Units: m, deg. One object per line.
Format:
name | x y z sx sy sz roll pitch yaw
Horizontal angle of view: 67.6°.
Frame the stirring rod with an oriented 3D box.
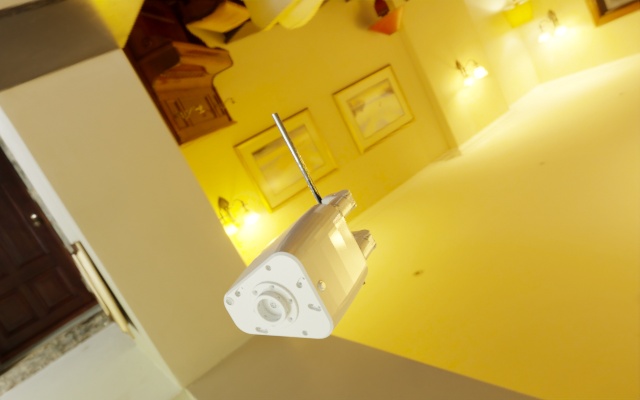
stirring rod | 0.000 0.002 0.587 0.011 0.239 0.011 -26 11 6
